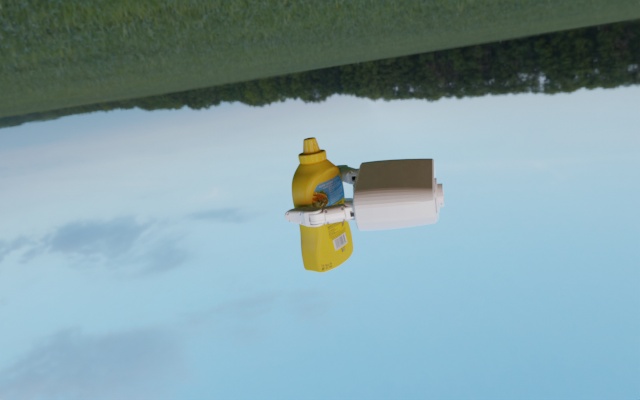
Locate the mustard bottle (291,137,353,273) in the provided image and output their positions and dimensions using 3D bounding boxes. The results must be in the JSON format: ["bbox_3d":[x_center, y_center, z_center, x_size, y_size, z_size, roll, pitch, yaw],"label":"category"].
[{"bbox_3d":[0.000,0.003,0.706,0.058,0.192,0.096,3,20,38],"label":"mustard bottle"}]
